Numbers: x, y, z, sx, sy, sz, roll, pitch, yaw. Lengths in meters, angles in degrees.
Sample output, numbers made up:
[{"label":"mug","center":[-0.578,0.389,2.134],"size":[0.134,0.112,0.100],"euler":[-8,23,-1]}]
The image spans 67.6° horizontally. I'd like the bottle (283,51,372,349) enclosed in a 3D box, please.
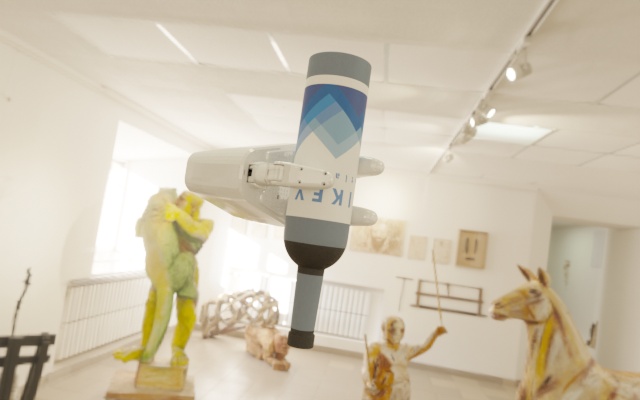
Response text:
[{"label":"bottle","center":[0.000,0.001,0.492],"size":[0.069,0.295,0.069],"euler":[8,-4,1]}]
